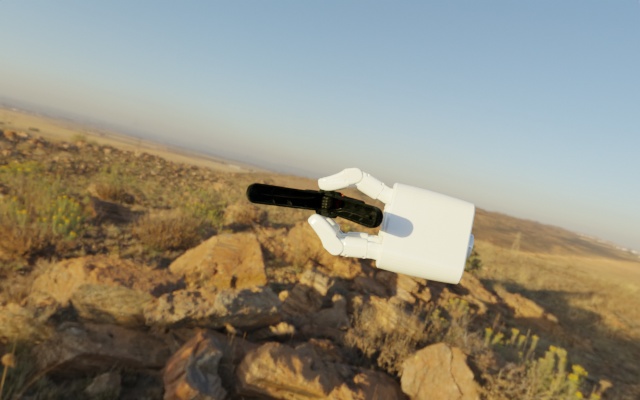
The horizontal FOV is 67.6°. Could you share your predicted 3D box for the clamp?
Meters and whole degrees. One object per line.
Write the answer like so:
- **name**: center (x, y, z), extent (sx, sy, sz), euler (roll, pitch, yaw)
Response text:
- **clamp**: center (0.001, 0.001, 0.639), extent (0.164, 0.036, 0.210), euler (12, 3, 6)
